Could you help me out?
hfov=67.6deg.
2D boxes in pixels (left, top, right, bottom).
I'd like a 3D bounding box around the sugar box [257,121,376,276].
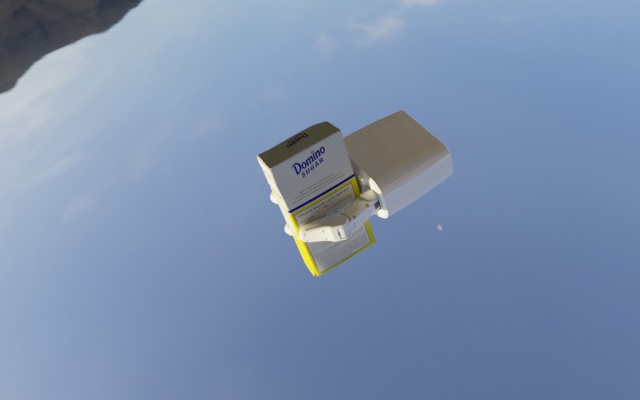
[{"bbox_3d":[0.000,0.002,0.573,0.093,0.176,0.048,-29,35,-12],"label":"sugar box"}]
